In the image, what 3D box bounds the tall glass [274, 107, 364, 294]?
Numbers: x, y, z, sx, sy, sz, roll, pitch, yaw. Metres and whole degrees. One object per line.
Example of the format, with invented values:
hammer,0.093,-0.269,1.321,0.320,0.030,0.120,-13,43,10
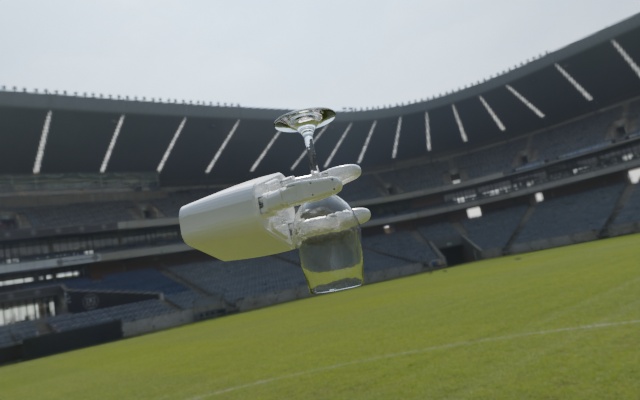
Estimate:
tall glass,0.000,0.001,0.545,0.079,0.201,0.079,-11,-9,-2
